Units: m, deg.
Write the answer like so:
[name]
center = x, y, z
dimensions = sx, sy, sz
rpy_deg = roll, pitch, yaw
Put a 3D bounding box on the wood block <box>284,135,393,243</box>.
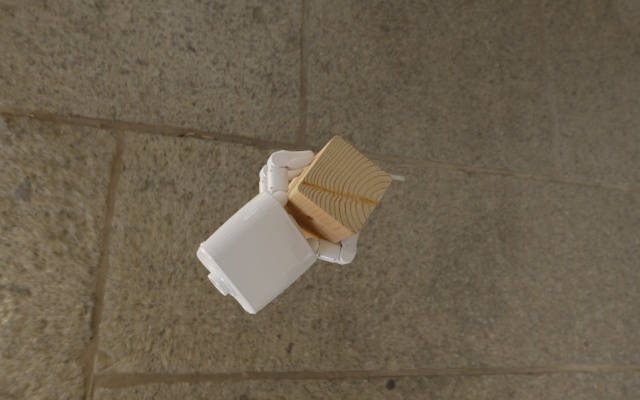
[wood block]
center = 0.000, 0.003, 0.653
dimensions = 0.091, 0.090, 0.206
rpy_deg = 38, -20, -7
